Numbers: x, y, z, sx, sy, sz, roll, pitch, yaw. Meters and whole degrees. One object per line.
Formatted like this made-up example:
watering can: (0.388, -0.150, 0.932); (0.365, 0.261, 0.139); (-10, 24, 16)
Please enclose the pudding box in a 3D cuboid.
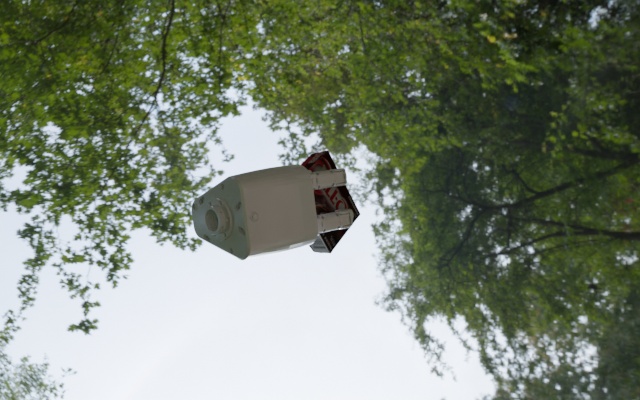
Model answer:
pudding box: (0.000, 0.002, 0.655); (0.039, 0.113, 0.090); (-3, 33, 42)
